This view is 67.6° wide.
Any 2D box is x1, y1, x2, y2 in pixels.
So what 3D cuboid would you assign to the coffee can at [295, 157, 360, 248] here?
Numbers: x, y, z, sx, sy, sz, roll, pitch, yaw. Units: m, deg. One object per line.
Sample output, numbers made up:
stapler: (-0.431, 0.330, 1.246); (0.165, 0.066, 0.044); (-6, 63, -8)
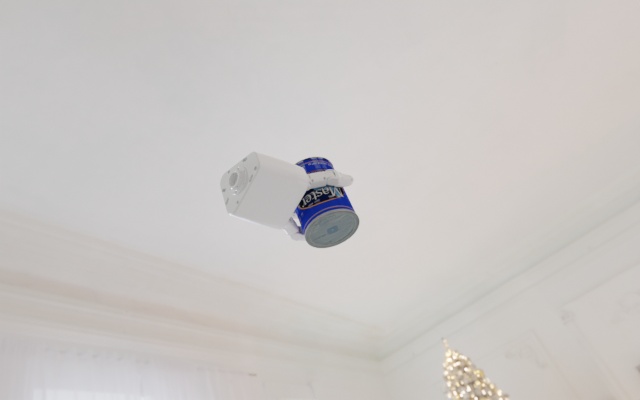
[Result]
coffee can: (0.000, 0.003, 0.889); (0.103, 0.140, 0.103); (-14, -38, -12)
